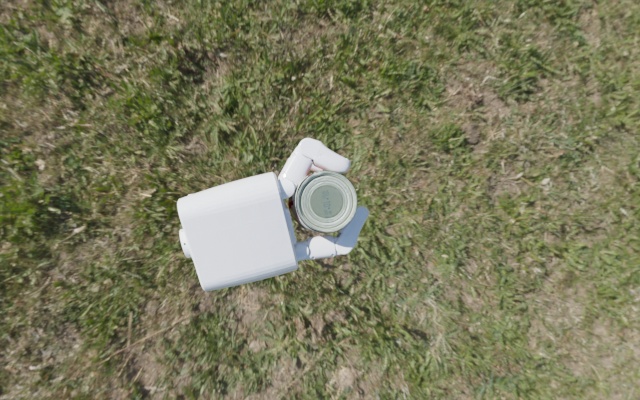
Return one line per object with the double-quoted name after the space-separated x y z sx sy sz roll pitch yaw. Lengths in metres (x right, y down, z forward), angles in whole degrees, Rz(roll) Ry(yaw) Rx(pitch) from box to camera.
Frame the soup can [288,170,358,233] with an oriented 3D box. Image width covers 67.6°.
0.001 0.002 0.546 0.068 0.068 0.102 0 -1 -8 "soup can"
